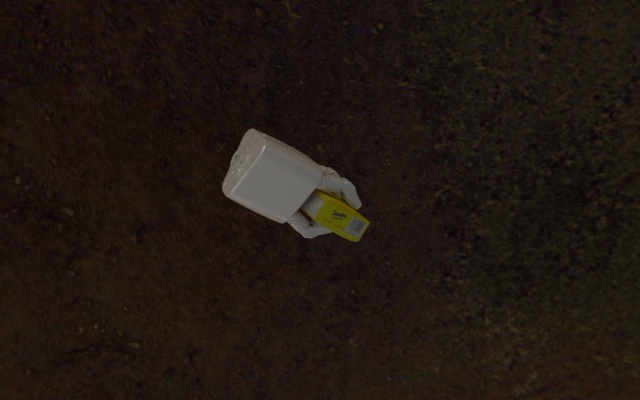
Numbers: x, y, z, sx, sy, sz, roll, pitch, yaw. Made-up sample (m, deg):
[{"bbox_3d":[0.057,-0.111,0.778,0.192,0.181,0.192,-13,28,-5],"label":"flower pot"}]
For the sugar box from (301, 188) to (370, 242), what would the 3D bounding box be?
[{"bbox_3d":[0.000,0.002,0.800,0.093,0.048,0.176,28,9,-33],"label":"sugar box"}]
